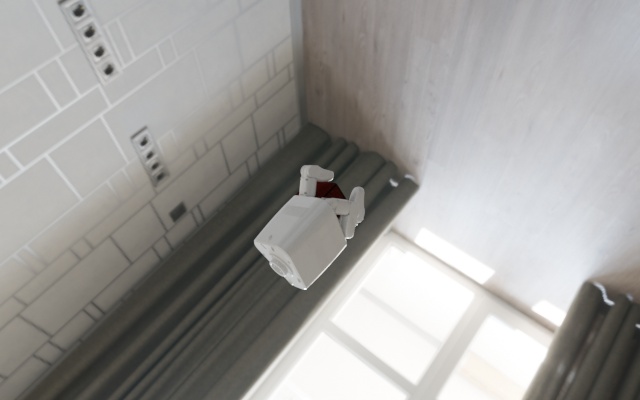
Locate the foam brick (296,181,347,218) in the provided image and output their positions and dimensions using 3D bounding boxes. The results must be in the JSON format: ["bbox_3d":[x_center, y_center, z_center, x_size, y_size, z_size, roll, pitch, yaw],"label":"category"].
[{"bbox_3d":[0.000,0.003,0.828,0.051,0.053,0.078,-47,30,-24],"label":"foam brick"}]
